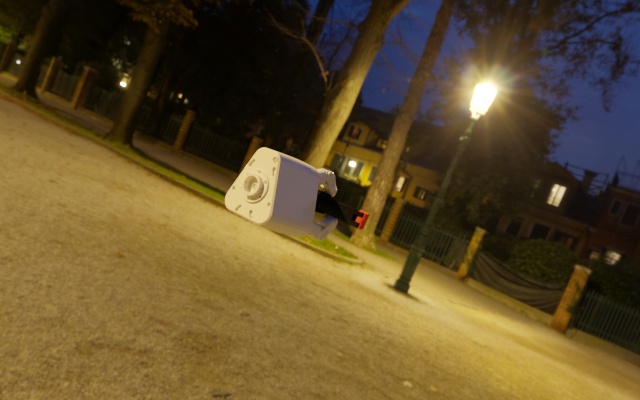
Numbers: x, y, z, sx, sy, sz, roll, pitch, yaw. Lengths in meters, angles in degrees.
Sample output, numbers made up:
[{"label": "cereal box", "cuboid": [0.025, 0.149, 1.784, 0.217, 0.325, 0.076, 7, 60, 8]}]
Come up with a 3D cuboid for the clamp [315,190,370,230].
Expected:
[{"label": "clamp", "cuboid": [0.001, 0.002, 0.821, 0.210, 0.036, 0.164, 23, 0, 32]}]
